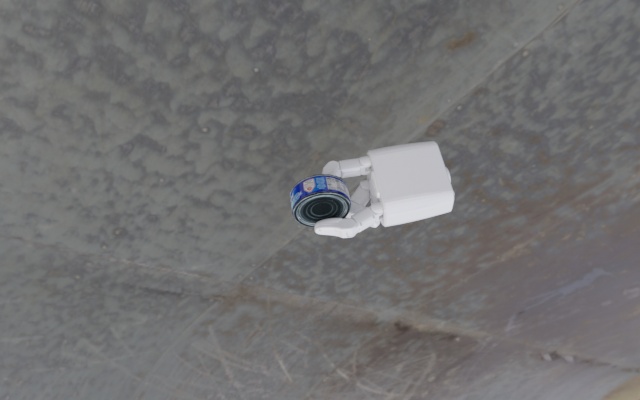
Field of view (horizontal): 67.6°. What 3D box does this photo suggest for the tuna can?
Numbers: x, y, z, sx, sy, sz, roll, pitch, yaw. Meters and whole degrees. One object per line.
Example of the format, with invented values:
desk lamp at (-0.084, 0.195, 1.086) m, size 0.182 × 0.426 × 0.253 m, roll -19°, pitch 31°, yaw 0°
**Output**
tuna can at (0.000, 0.003, 0.683) m, size 0.086 × 0.033 × 0.086 m, roll -6°, pitch -37°, yaw -5°
